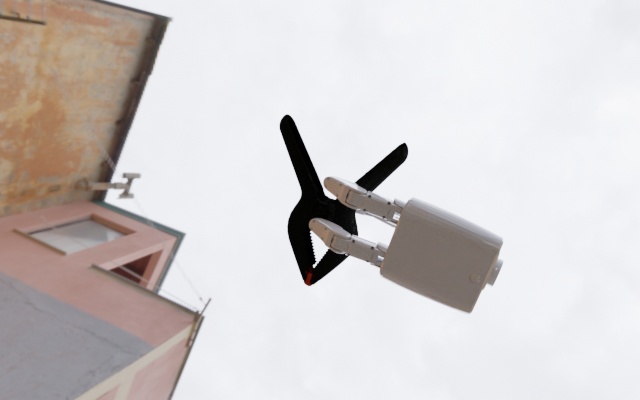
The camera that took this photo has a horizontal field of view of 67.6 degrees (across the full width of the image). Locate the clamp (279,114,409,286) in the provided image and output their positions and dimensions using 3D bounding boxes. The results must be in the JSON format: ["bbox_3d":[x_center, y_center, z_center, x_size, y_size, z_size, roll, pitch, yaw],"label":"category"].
[{"bbox_3d":[0.000,0.002,0.591,0.164,0.210,0.036,24,18,20],"label":"clamp"}]
